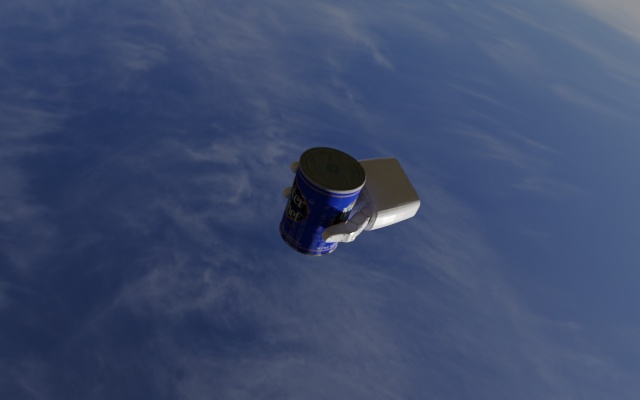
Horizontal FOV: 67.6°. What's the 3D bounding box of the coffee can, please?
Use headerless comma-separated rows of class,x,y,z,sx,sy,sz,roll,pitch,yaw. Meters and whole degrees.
coffee can,0.000,0.002,0.748,0.103,0.140,0.102,12,39,-10
